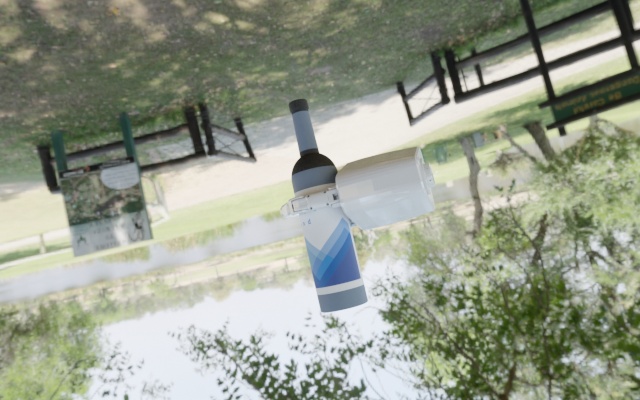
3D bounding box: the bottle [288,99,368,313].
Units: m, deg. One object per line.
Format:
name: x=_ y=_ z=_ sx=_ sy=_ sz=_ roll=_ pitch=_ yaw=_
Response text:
bottle: x=0.000 y=0.002 z=0.666 sx=0.069 sy=0.295 sz=0.069 roll=-13 pitch=-6 yaw=-1
